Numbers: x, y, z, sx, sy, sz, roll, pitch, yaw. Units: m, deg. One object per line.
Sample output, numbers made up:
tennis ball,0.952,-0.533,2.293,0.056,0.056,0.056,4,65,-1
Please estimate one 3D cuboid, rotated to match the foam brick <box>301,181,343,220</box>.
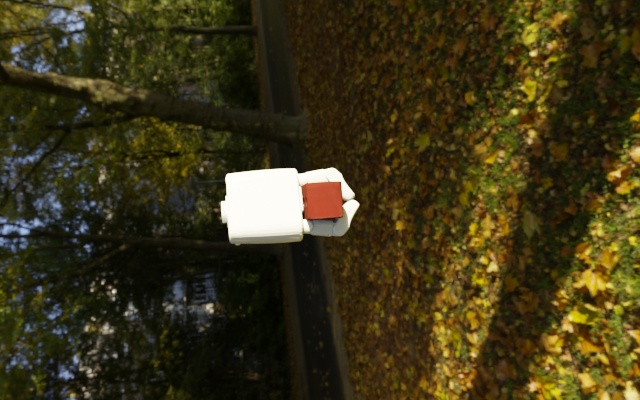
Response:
foam brick,0.000,0.002,0.703,0.051,0.053,0.078,-3,-4,-10
